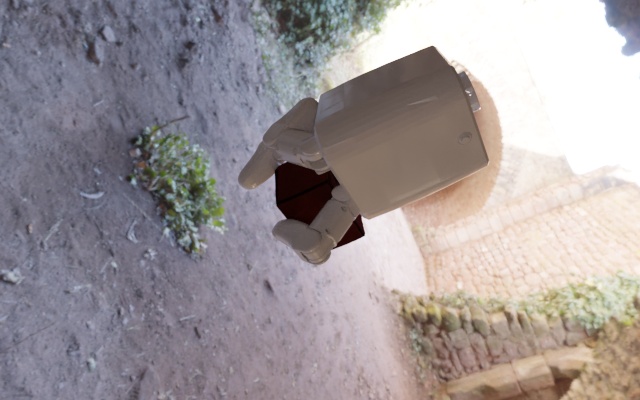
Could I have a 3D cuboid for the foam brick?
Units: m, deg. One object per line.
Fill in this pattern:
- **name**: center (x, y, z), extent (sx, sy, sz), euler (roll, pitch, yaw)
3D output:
- **foam brick**: center (0.000, 0.002, 0.429), extent (0.051, 0.053, 0.078), euler (-24, -49, 14)
